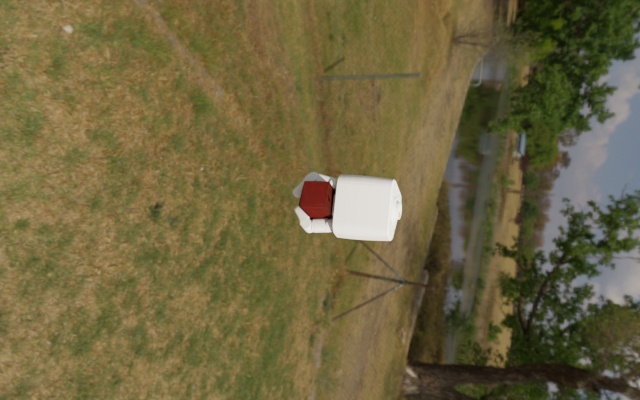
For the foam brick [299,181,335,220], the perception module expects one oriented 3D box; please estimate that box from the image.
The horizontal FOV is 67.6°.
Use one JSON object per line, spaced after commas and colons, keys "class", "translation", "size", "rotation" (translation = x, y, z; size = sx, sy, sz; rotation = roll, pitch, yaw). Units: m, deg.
{"class": "foam brick", "translation": [0.000, 0.003, 0.895], "size": [0.051, 0.053, 0.078], "rotation": [2, -23, 21]}
